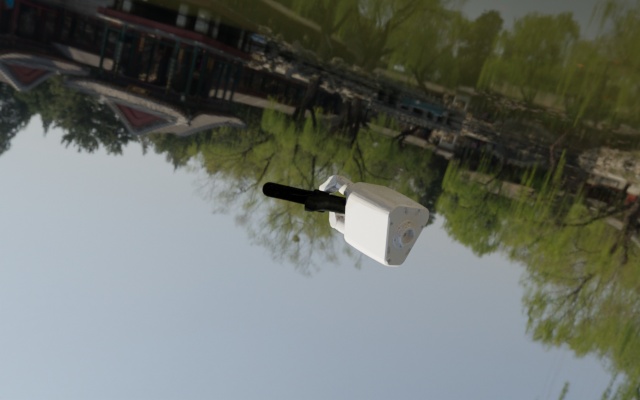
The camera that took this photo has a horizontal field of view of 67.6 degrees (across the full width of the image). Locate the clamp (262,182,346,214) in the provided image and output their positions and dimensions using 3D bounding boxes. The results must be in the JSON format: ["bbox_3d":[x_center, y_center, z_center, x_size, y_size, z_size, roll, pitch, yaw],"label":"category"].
[{"bbox_3d":[0.000,0.003,0.802,0.171,0.039,0.120,7,15,-37],"label":"clamp"}]
